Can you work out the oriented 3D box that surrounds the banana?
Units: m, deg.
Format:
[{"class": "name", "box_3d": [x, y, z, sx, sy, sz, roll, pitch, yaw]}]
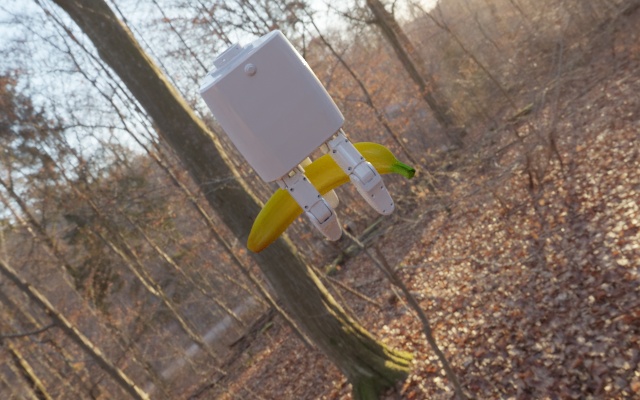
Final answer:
[{"class": "banana", "box_3d": [-0.001, -0.013, 0.519, 0.198, 0.069, 0.037, -28, -45, 11]}]
